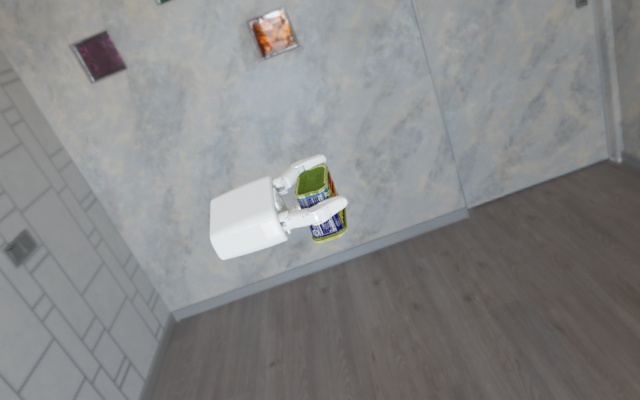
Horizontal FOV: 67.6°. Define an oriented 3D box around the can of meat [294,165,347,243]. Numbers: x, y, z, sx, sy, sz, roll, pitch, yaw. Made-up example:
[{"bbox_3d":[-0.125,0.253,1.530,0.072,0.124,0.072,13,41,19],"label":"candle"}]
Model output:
[{"bbox_3d":[0.000,0.002,0.743,0.057,0.084,0.102,-19,25,10],"label":"can of meat"}]
